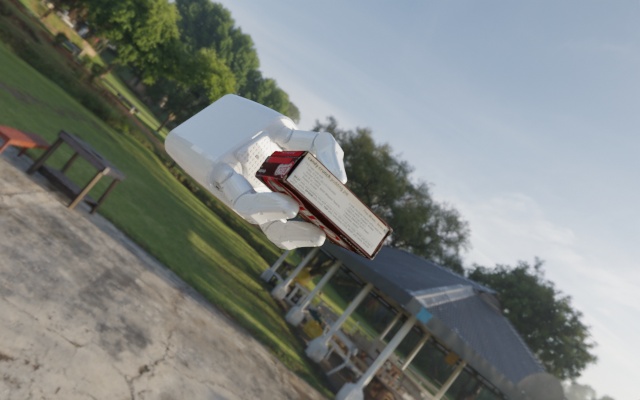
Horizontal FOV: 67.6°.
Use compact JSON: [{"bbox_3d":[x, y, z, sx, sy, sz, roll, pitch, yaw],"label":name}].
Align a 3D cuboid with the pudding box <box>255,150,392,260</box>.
[{"bbox_3d":[0.000,0.001,0.443,0.113,0.039,0.090,40,-9,-21],"label":"pudding box"}]
